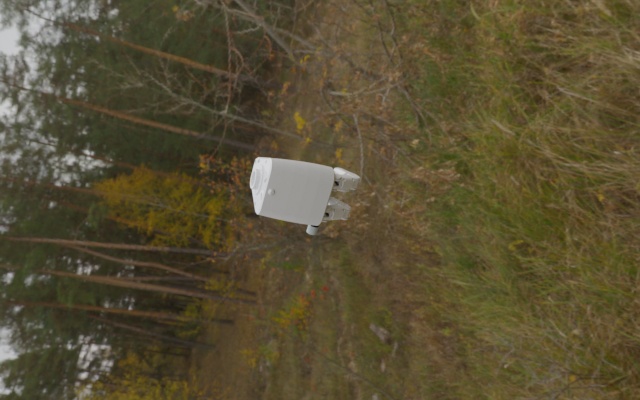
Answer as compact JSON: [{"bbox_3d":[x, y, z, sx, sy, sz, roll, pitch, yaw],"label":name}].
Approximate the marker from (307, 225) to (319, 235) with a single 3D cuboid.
[{"bbox_3d":[0.000,0.003,0.835,0.020,0.121,0.020,15,17,-5],"label":"marker"}]
